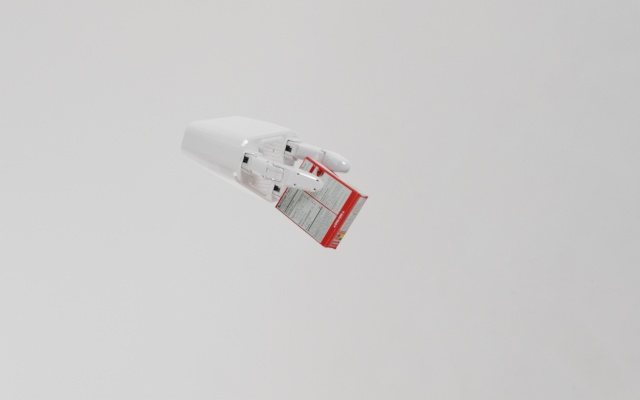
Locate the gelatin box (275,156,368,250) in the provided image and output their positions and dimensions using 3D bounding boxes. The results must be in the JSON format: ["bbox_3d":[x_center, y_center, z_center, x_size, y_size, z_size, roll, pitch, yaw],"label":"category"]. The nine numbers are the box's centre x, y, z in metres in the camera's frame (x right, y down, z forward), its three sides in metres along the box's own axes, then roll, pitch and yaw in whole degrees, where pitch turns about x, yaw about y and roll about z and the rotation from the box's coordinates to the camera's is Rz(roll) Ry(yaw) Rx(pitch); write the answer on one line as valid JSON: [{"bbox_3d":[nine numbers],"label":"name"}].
[{"bbox_3d":[0.000,0.002,0.552,0.089,0.073,0.030,37,11,31],"label":"gelatin box"}]
